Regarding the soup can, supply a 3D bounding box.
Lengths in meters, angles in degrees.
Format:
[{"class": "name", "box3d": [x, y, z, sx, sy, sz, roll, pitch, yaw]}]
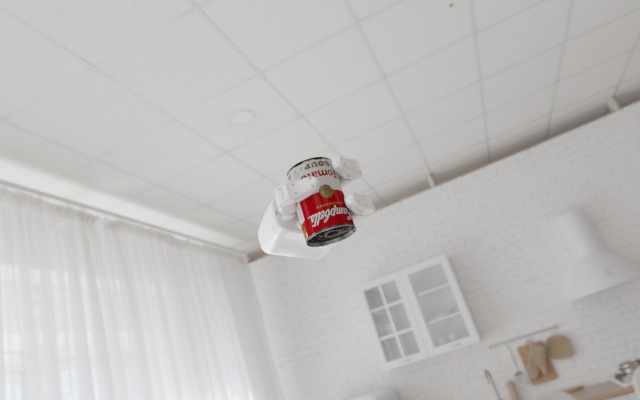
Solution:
[{"class": "soup can", "box3d": [0.000, 0.002, 0.633, 0.068, 0.102, 0.068, -15, -21, -6]}]
